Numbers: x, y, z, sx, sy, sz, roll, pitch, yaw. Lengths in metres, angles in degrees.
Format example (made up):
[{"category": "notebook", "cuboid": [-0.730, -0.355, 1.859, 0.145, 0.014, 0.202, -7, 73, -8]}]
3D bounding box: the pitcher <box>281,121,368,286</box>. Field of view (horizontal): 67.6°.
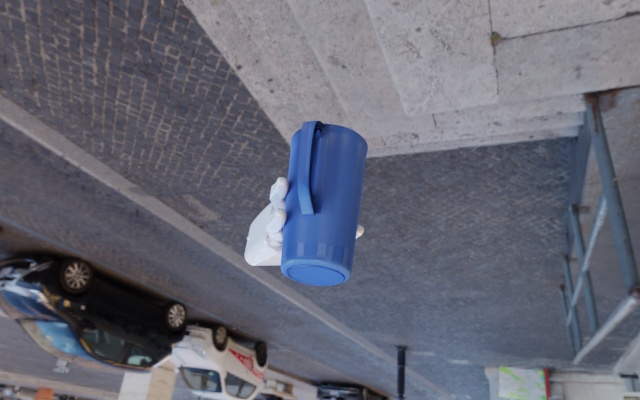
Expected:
[{"category": "pitcher", "cuboid": [0.000, 0.003, 0.764, 0.149, 0.242, 0.145, 19, -30, -23]}]
